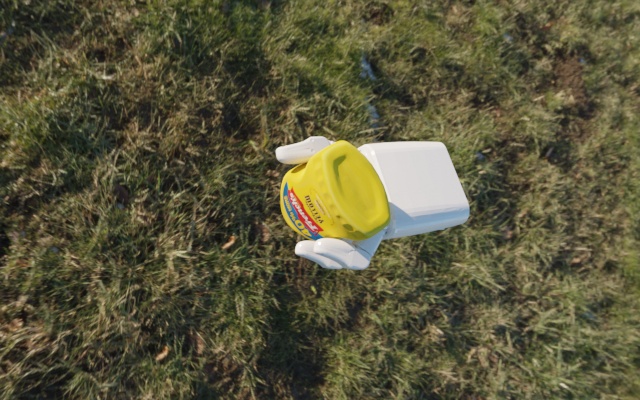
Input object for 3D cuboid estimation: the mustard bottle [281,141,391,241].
[{"bbox_3d":[0.000,0.002,0.533,0.058,0.096,0.191,-33,5,-23],"label":"mustard bottle"}]
